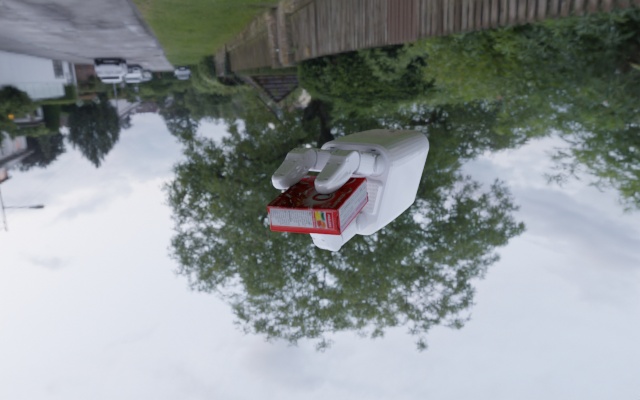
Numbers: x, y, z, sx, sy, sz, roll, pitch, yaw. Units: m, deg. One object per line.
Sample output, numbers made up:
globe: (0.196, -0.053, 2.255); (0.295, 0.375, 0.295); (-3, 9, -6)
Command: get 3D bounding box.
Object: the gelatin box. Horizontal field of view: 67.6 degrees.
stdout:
gelatin box: (0.000, 0.002, 0.476); (0.073, 0.030, 0.089); (3, 24, 24)
